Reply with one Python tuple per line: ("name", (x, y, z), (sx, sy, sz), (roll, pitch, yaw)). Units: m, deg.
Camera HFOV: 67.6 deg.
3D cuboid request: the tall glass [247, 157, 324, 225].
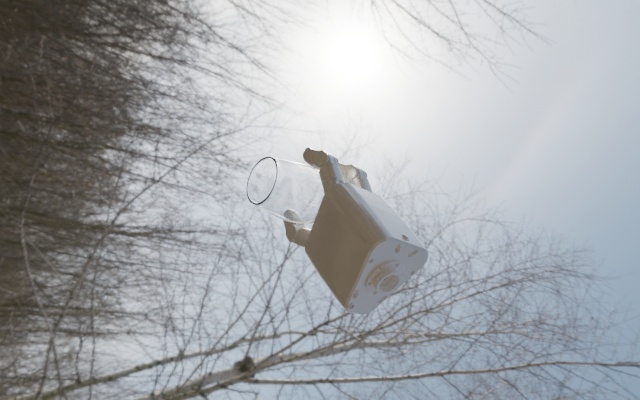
("tall glass", (0.000, 0.002, 0.643), (0.201, 0.079, 0.079), (20, -13, -39))
